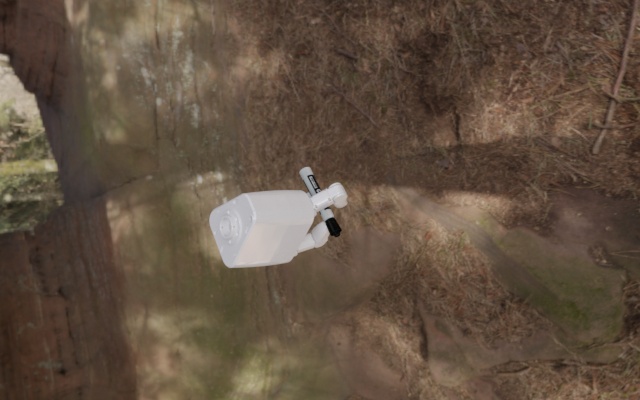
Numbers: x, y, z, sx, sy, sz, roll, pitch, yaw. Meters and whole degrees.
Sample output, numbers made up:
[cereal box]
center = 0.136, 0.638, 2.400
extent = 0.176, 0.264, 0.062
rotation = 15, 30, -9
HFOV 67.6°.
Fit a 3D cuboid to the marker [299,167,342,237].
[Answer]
[marker]
center = 0.000, 0.002, 0.719
extent = 0.020, 0.121, 0.020
rotation = -22, -24, -10
